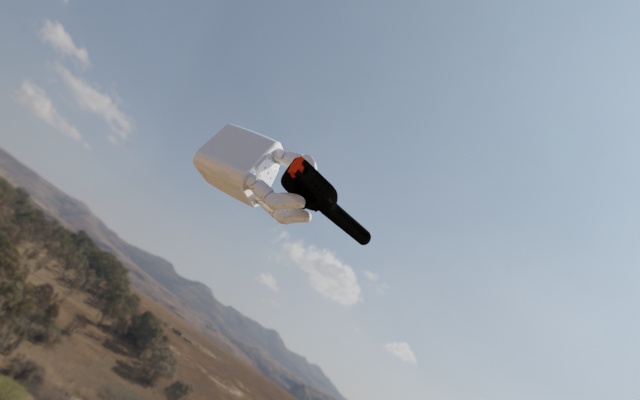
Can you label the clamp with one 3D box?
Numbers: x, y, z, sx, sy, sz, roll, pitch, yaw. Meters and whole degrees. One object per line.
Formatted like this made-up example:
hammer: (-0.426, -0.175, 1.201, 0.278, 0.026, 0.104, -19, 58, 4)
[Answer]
clamp: (0.000, 0.001, 0.757, 0.164, 0.036, 0.210, 22, -21, 19)
